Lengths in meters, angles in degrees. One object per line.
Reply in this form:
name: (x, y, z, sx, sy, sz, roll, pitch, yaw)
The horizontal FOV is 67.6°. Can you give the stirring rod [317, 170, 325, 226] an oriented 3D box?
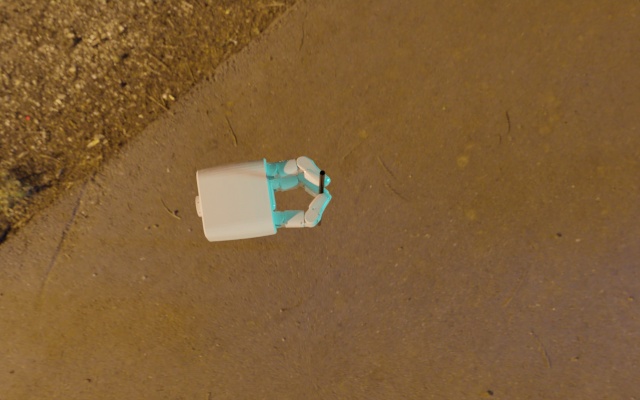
stirring rod: (0.000, 0.003, 0.787, 0.011, 0.011, 0.240, 0, -20, -1)
